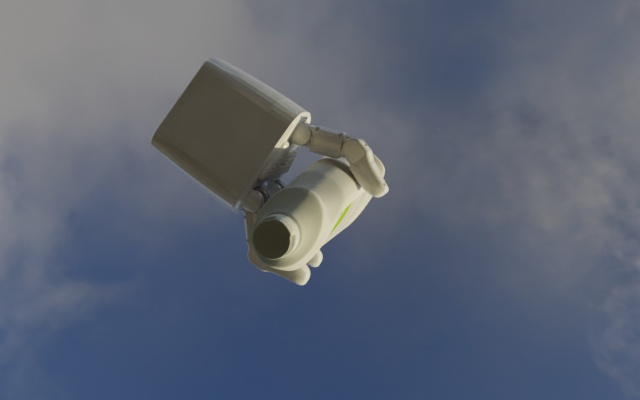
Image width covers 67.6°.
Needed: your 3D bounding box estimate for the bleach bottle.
[{"bbox_3d":[0.000,0.002,0.446,0.068,0.102,0.251,34,15,7],"label":"bleach bottle"}]
